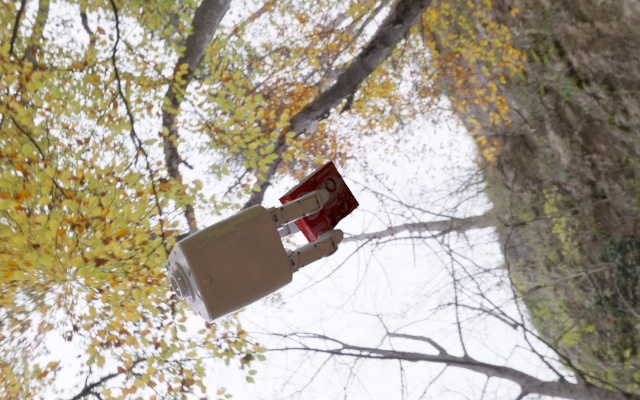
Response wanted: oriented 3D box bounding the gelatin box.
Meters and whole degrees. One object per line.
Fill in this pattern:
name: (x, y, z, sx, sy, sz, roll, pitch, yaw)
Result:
gelatin box: (0.000, 0.002, 0.624, 0.089, 0.073, 0.030, -40, 12, -32)
